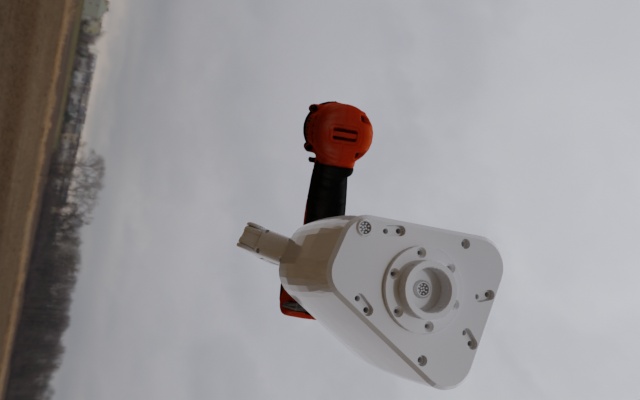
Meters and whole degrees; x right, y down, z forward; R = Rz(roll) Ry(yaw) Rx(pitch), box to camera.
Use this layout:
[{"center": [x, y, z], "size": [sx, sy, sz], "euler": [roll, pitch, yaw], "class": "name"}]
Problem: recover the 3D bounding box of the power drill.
[{"center": [0.000, 0.002, 0.447], "size": [0.057, 0.188, 0.184], "euler": [6, 9, -4], "class": "power drill"}]
